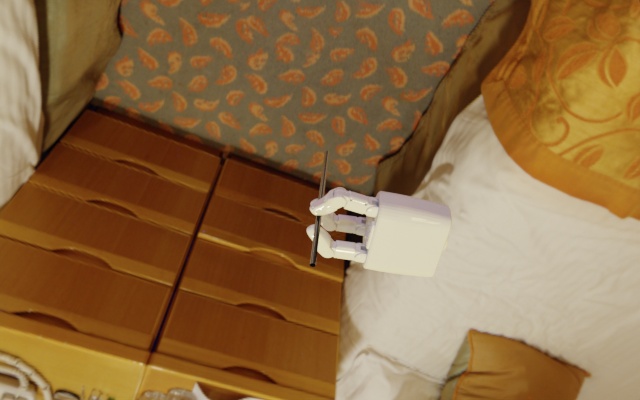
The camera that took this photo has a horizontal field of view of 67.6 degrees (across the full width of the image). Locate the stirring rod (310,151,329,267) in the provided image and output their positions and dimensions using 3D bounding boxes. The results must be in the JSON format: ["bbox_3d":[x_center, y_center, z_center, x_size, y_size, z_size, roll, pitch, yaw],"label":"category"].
[{"bbox_3d":[0.000,0.002,0.712,0.011,0.011,0.239,0,43,7],"label":"stirring rod"}]
